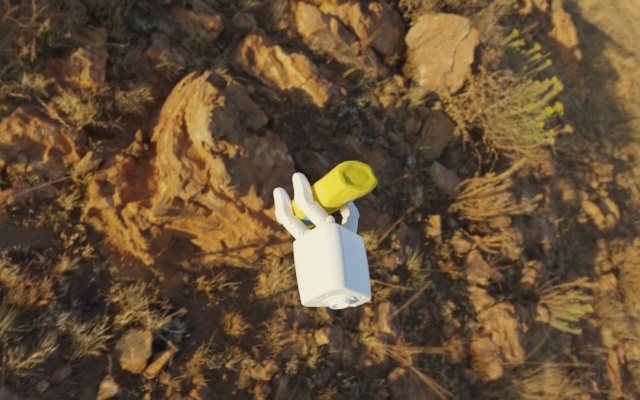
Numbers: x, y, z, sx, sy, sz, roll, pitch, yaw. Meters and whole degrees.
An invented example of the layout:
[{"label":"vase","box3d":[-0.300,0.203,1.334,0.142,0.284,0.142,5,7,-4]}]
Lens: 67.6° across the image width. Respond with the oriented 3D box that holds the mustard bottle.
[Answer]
[{"label":"mustard bottle","box3d":[0.000,0.002,0.804,0.096,0.058,0.192,-14,-16,-47]}]
